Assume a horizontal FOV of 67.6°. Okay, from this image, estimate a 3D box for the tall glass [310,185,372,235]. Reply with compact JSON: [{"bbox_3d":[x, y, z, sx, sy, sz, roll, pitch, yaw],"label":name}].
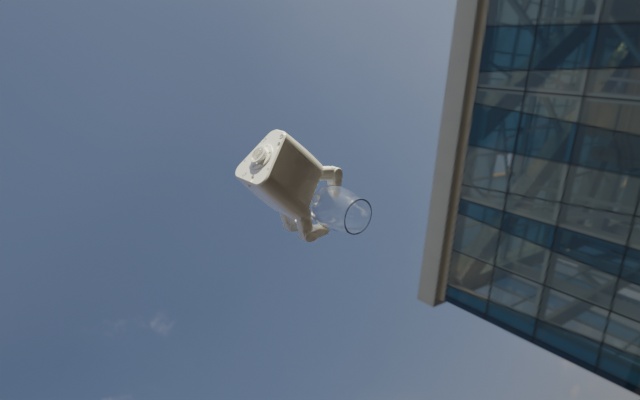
[{"bbox_3d":[0.000,0.003,0.858,0.079,0.079,0.201,0,14,-41],"label":"tall glass"}]
